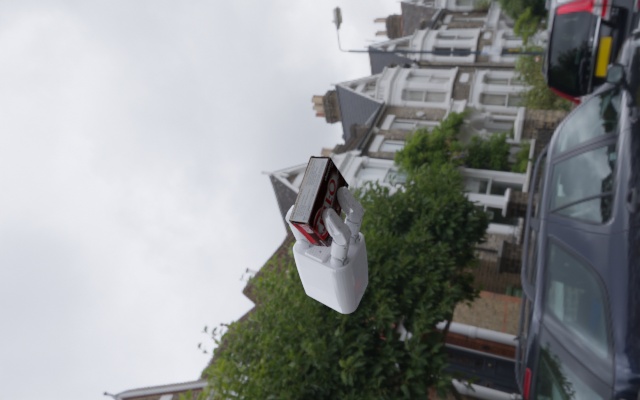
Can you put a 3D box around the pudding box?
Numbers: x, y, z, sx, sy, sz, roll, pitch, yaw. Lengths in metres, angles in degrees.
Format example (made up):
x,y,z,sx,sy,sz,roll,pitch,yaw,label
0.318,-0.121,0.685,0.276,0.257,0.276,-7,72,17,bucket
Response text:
x,y,z,sx,sy,sz,roll,pitch,yaw,label
0.000,0.002,0.722,0.039,0.113,0.090,5,-24,25,pudding box
